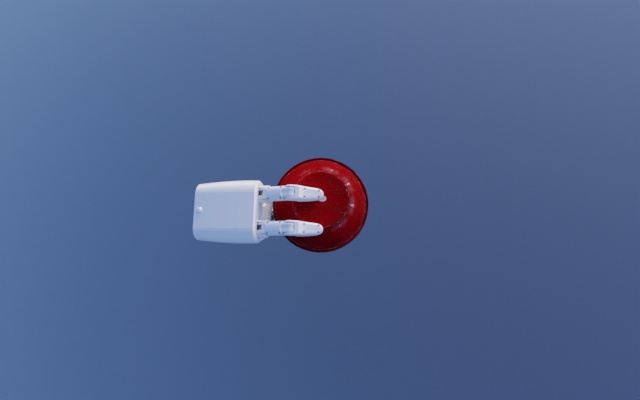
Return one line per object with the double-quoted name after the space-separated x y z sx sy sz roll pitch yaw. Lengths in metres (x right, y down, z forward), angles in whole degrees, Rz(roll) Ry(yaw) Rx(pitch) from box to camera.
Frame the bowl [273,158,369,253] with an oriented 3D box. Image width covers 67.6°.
0.001 0.002 0.776 0.162 0.162 0.055 0 -10 0 "bowl"
